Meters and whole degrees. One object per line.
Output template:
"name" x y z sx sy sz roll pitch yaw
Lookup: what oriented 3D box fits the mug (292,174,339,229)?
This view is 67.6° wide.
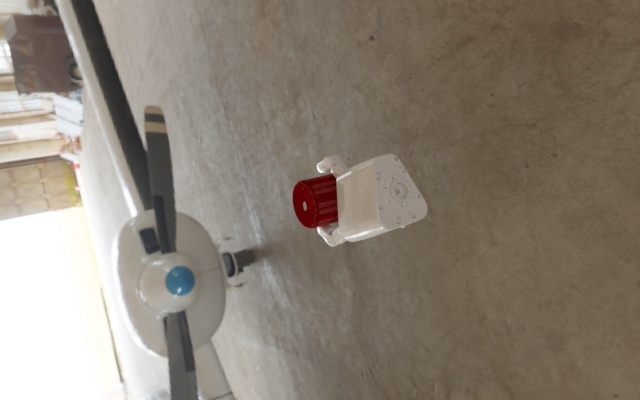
"mug" -0.001 0.003 0.816 0.081 0.093 0.117 -13 -7 -30
